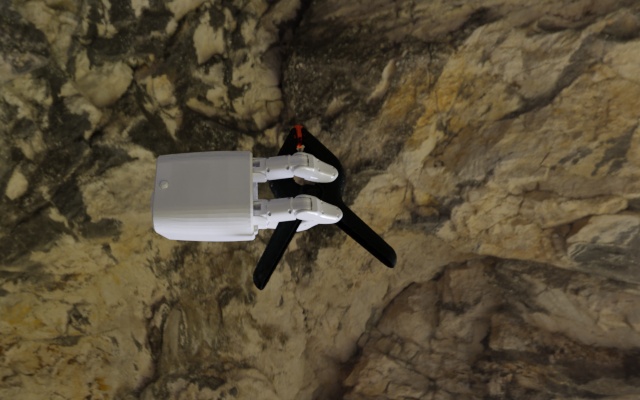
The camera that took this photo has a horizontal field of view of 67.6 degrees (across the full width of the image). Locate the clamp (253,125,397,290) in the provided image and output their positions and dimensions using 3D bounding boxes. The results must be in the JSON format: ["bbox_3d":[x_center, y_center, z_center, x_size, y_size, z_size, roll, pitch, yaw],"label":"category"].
[{"bbox_3d":[0.000,0.002,0.577,0.164,0.210,0.036,-1,-27,-7],"label":"clamp"}]
